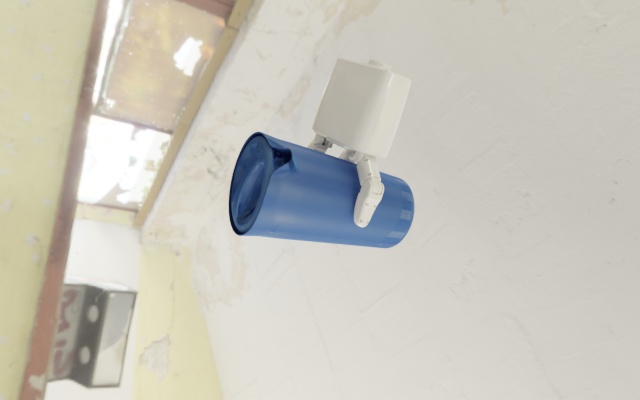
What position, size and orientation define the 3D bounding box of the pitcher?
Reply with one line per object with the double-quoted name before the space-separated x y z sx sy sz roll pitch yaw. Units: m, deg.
"pitcher" 0.000 0.002 0.662 0.243 0.145 0.149 12 13 -29
